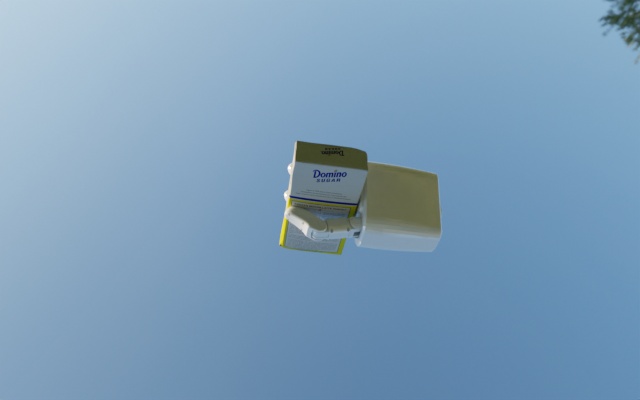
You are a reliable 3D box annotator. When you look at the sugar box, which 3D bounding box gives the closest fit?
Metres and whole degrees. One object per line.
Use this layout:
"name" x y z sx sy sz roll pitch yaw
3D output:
"sugar box" 0.000 0.002 0.645 0.093 0.048 0.176 7 -45 -7
